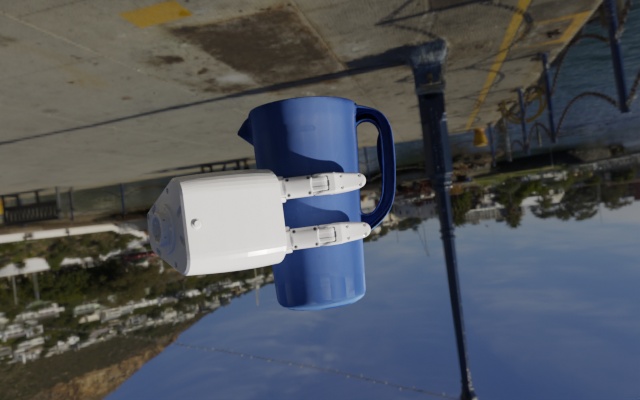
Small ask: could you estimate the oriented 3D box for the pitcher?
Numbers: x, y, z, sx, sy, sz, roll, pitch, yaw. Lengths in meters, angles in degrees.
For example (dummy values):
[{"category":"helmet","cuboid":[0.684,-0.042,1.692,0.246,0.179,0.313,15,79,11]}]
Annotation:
[{"category":"pitcher","cuboid":[0.000,0.002,0.579,0.145,0.243,0.149,-5,-2,-39]}]
